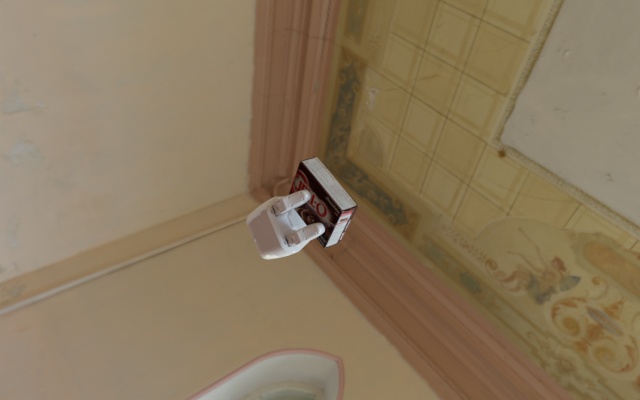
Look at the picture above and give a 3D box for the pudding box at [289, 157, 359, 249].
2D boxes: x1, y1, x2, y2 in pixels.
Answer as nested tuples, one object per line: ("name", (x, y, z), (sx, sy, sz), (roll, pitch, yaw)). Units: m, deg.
("pudding box", (0.000, 0.002, 0.736), (0.039, 0.113, 0.090), (-22, -30, -35))
